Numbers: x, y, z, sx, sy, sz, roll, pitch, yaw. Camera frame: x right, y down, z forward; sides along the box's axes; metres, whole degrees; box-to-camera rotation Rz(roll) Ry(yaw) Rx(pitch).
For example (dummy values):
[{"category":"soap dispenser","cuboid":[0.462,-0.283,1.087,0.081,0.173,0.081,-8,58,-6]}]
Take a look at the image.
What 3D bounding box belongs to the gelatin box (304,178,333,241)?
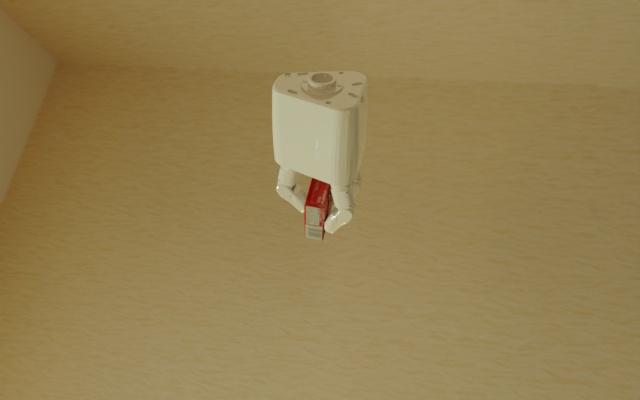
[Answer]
[{"category":"gelatin box","cuboid":[0.000,0.002,0.667,0.030,0.073,0.089,12,-34,6]}]
